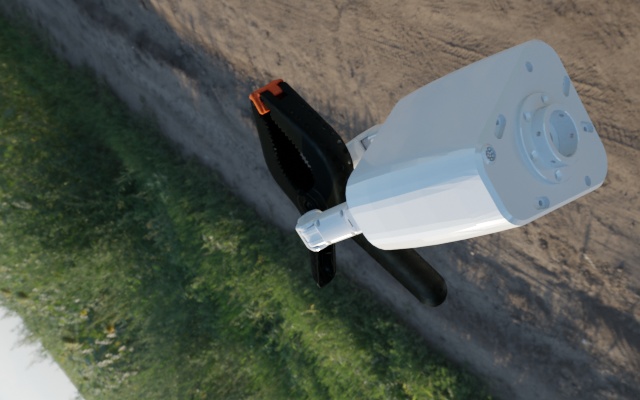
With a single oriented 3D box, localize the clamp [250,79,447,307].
[{"bbox_3d":[-0.001,0.001,0.408,0.036,0.210,0.164,-38,11,-31],"label":"clamp"}]
